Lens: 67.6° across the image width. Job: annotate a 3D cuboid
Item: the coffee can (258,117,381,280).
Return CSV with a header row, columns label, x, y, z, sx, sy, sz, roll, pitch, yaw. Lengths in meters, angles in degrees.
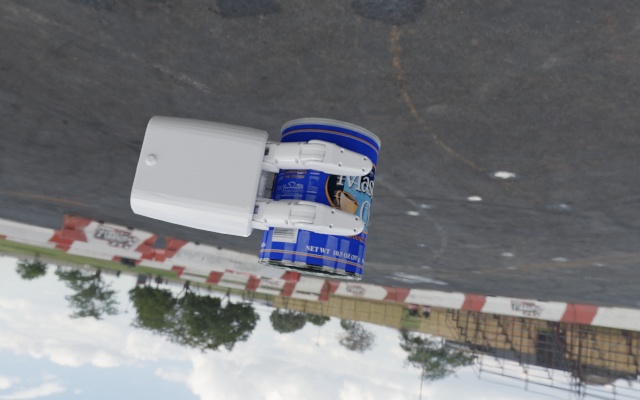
label,x,y,z,sx,sy,sz,roll,pitch,yaw
coffee can,0.000,0.001,0.478,0.103,0.140,0.103,9,-12,2
